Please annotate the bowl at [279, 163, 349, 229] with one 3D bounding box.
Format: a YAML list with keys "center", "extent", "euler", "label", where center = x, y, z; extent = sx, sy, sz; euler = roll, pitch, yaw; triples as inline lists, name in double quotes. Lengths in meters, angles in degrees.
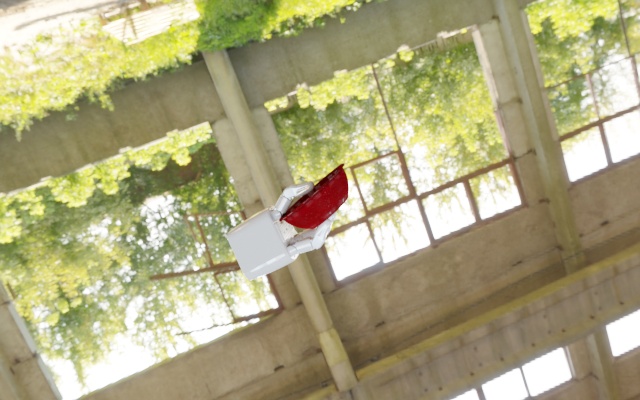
- center: [0.001, 0.003, 0.886]
  extent: [0.162, 0.055, 0.162]
  euler: [-42, 5, 4]
  label: "bowl"
